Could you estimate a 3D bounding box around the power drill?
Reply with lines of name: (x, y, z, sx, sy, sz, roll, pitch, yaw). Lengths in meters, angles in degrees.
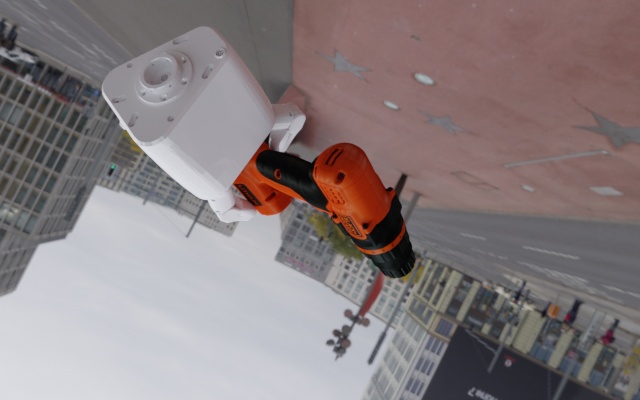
power drill: (0.000, 0.001, 0.488, 0.187, 0.057, 0.184, 17, -28, 39)
